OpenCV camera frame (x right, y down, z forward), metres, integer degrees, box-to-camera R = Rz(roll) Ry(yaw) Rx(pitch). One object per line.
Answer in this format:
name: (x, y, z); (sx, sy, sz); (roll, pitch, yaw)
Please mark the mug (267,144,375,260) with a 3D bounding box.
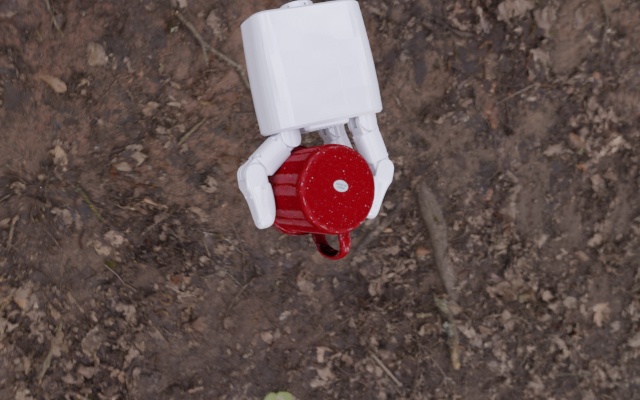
mug: (0.000, 0.003, 0.455); (0.093, 0.117, 0.081); (-18, 9, -29)
